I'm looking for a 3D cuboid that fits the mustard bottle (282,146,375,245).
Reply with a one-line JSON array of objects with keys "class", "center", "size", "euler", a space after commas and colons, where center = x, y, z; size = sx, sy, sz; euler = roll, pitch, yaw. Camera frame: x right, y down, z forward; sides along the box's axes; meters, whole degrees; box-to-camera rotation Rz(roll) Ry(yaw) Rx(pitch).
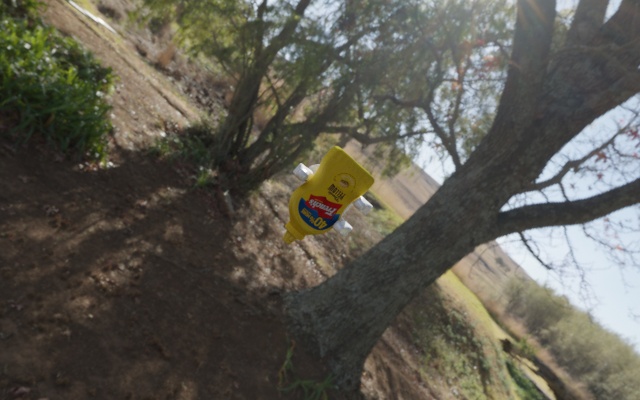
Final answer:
[{"class": "mustard bottle", "center": [0.000, 0.003, 0.852], "size": [0.096, 0.191, 0.058], "euler": [39, 7, -23]}]
